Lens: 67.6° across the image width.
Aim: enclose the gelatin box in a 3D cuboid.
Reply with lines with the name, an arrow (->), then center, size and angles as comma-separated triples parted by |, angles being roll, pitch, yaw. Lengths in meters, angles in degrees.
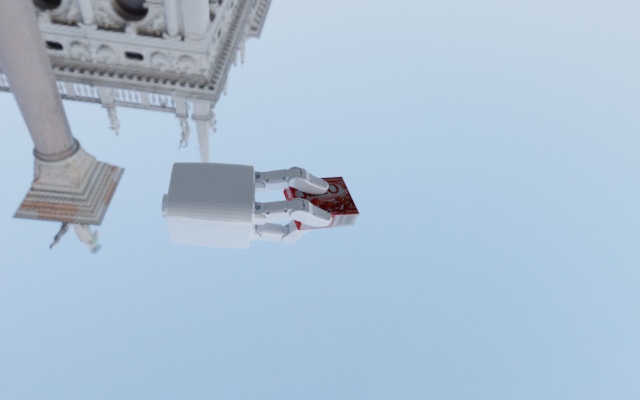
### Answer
gelatin box -> 0.000, 0.002, 0.667 | 0.089, 0.073, 0.030 | -4, -41, -23
